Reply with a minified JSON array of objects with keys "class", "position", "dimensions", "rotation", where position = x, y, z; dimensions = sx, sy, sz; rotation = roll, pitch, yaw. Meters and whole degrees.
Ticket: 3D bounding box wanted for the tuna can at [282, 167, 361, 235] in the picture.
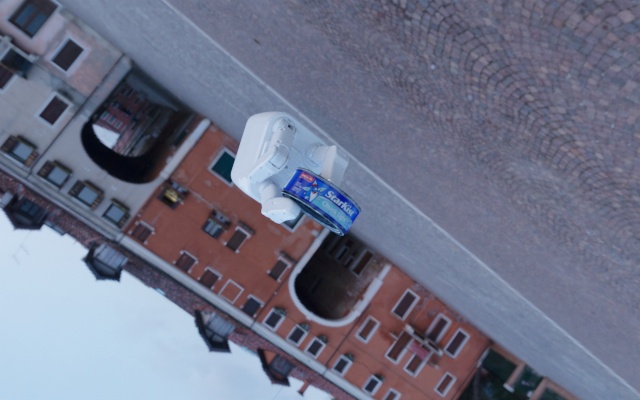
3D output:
[{"class":"tuna can","position":[0.000,0.002,0.523],"dimensions":[0.086,0.033,0.086],"rotation":[34,-9,6]}]
